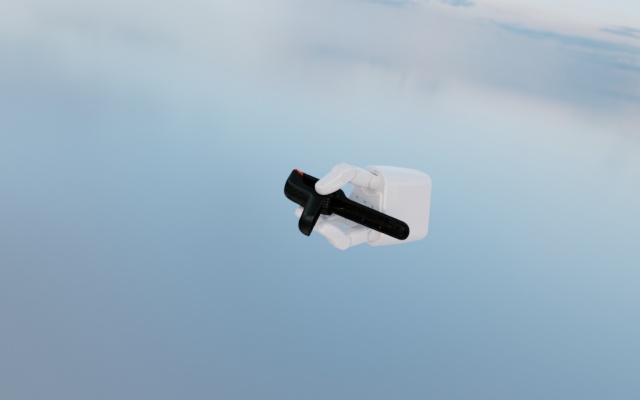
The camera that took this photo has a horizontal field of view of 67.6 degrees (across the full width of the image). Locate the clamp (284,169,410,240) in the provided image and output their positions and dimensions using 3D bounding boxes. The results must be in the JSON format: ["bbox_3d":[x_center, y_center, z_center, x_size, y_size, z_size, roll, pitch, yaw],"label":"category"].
[{"bbox_3d":[0.000,0.001,0.663,0.164,0.036,0.210,3,21,-38],"label":"clamp"}]
